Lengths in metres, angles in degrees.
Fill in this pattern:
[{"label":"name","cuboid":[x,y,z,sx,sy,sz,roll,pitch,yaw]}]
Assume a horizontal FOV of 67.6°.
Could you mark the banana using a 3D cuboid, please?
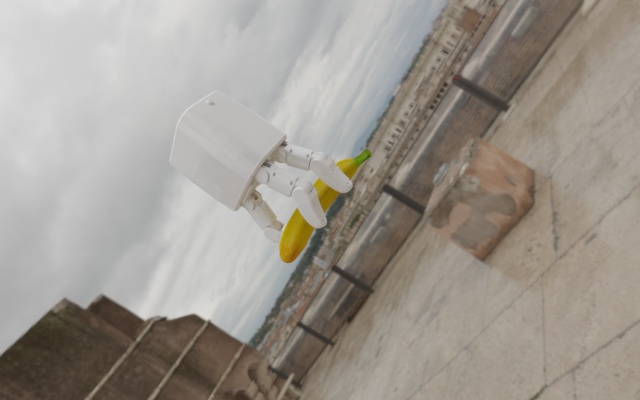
[{"label":"banana","cuboid":[-0.005,0.006,0.617,0.037,0.197,0.070,39,-29,-6]}]
